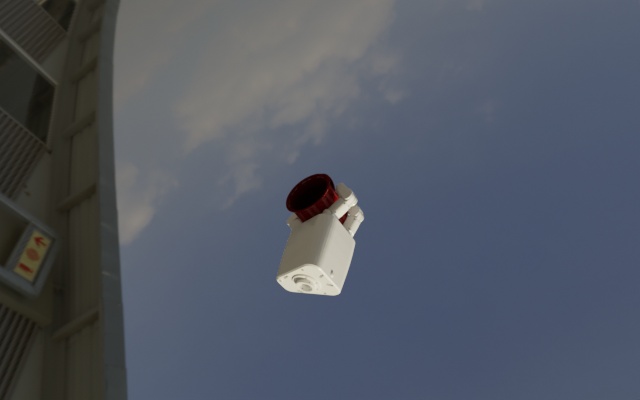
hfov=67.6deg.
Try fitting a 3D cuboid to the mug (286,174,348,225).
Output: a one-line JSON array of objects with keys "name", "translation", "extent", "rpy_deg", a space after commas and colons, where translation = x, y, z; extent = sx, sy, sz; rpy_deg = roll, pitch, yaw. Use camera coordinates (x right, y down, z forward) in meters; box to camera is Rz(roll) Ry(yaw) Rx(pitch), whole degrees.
[{"name": "mug", "translation": [0.001, 0.002, 0.883], "extent": [0.093, 0.117, 0.081], "rpy_deg": [-13, -49, 33]}]
